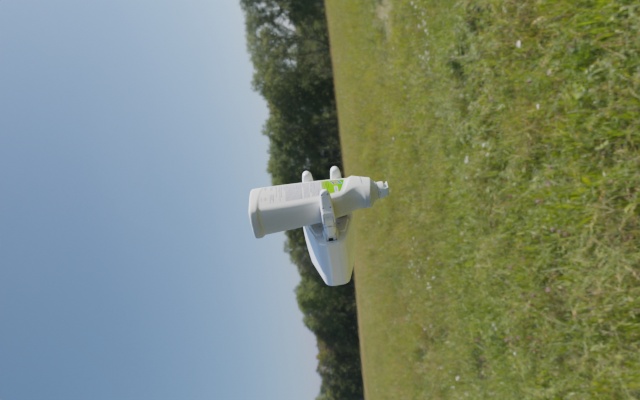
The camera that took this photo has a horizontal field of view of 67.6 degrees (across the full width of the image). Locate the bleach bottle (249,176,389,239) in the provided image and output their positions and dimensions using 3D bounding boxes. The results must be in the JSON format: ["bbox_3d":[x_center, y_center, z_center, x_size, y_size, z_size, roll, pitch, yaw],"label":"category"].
[{"bbox_3d":[0.000,0.003,0.869,0.251,0.068,0.102,-9,32,0],"label":"bleach bottle"}]
